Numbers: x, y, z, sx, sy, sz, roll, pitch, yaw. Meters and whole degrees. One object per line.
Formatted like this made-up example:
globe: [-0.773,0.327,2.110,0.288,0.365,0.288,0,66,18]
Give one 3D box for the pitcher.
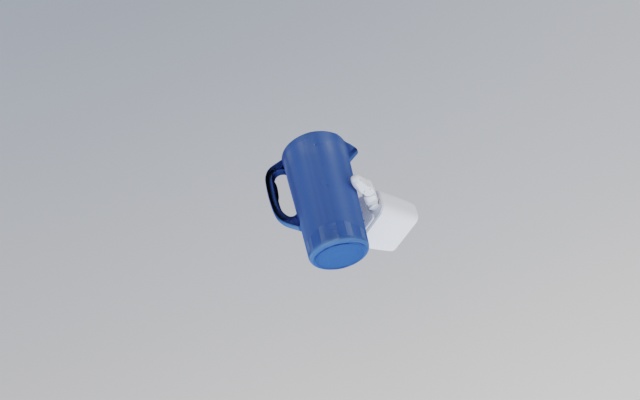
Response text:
pitcher: [0.000,0.003,0.885,0.145,0.242,0.149,16,-44,-36]
